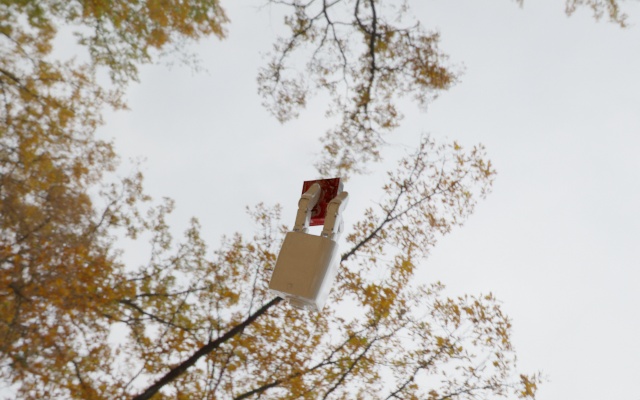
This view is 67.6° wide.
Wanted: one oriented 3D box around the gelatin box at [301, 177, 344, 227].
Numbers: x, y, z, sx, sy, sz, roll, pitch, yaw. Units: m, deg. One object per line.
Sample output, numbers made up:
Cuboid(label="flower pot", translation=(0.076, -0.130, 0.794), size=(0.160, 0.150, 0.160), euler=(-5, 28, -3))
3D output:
Cuboid(label="gelatin box", translation=(0.000, 0.003, 0.864), size=(0.073, 0.089, 0.030), euler=(-5, -35, 21))
